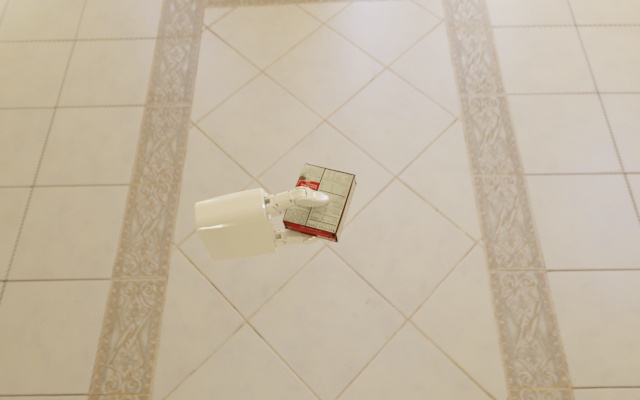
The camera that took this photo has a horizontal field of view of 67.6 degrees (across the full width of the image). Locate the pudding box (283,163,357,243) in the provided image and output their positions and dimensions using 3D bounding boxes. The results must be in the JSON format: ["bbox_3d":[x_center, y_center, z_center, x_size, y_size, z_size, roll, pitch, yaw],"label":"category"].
[{"bbox_3d":[0.000,0.002,0.763,0.090,0.113,0.039,14,-23,12],"label":"pudding box"}]
